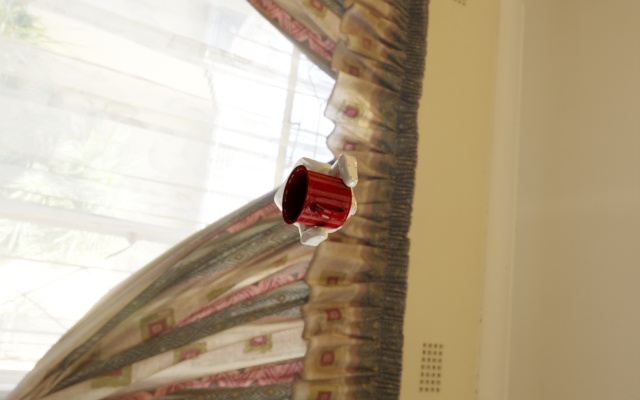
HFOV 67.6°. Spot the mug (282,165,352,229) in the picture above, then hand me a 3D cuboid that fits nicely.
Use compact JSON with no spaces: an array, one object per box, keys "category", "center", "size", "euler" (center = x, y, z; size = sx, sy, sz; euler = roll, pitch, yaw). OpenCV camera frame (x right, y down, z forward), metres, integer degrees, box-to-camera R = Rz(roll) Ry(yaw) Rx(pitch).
[{"category":"mug","center":[0.001,0.003,0.726],"size":[0.081,0.093,0.117],"euler":[13,12,-26]}]
